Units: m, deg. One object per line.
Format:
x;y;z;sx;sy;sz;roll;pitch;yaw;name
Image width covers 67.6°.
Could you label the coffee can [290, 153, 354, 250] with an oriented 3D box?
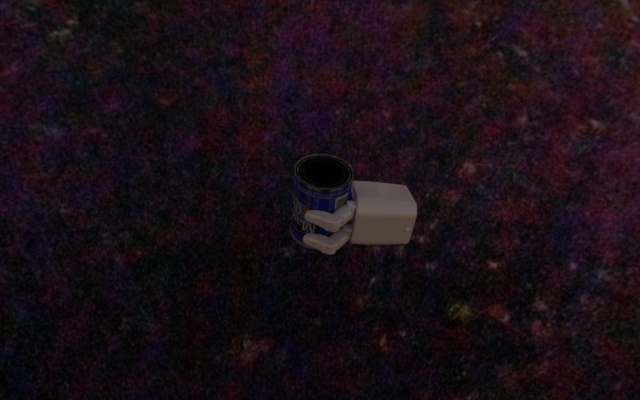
0.000;0.003;0.849;0.103;0.140;0.102;4;41;-3;coffee can
